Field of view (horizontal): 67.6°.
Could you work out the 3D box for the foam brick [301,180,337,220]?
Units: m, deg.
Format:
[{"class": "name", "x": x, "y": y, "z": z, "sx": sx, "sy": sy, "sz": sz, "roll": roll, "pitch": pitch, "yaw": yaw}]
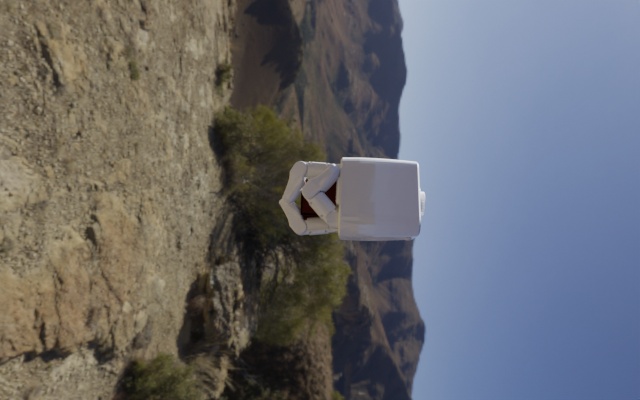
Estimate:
[{"class": "foam brick", "x": 0.000, "y": 0.002, "z": 0.707, "sx": 0.051, "sy": 0.053, "sz": 0.078, "roll": 1, "pitch": -9, "yaw": 4}]
